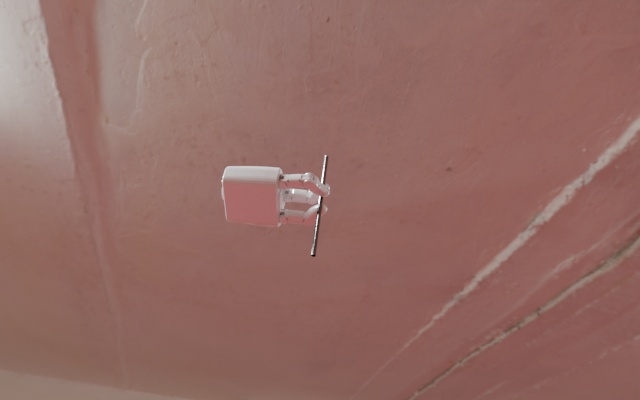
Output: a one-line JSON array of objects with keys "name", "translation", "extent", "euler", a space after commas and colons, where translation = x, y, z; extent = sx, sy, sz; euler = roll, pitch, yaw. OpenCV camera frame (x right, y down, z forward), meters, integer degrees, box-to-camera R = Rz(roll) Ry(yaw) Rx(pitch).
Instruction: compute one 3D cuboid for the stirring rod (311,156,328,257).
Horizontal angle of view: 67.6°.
[{"name": "stirring rod", "translation": [0.000, 0.003, 0.898], "extent": [0.011, 0.239, 0.011], "euler": [5, -40, 4]}]
